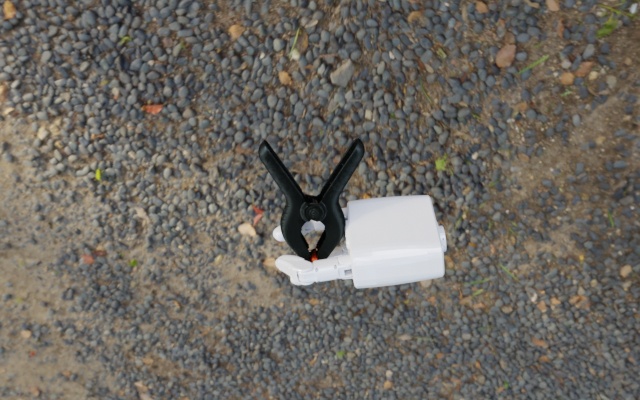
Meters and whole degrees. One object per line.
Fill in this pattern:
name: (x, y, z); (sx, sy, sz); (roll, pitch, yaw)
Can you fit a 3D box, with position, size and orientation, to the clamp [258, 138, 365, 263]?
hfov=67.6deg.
clamp: (0.000, 0.002, 0.570); (0.120, 0.171, 0.039); (-7, 26, 6)
